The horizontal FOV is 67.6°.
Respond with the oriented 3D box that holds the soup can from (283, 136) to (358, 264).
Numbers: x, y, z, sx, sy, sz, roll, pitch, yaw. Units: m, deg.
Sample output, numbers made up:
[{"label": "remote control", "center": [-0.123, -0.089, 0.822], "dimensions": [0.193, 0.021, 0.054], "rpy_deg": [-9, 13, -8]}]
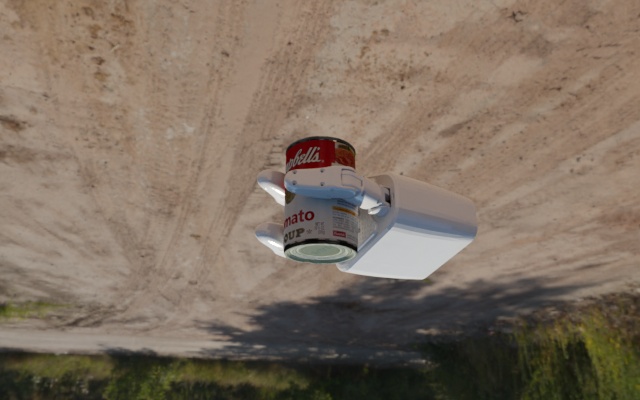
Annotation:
[{"label": "soup can", "center": [0.000, 0.002, 0.441], "dimensions": [0.068, 0.102, 0.068], "rpy_deg": [0, -23, 0]}]
